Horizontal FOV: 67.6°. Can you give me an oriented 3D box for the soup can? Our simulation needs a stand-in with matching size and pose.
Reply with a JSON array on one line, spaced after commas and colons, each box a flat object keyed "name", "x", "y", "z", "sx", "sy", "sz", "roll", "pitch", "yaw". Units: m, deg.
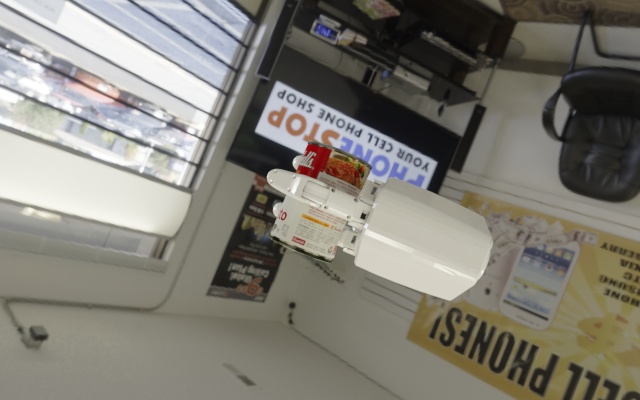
[{"name": "soup can", "x": -0.001, "y": 0.002, "z": 0.467, "sx": 0.068, "sy": 0.102, "sz": 0.068, "roll": 22, "pitch": -2, "yaw": 1}]
